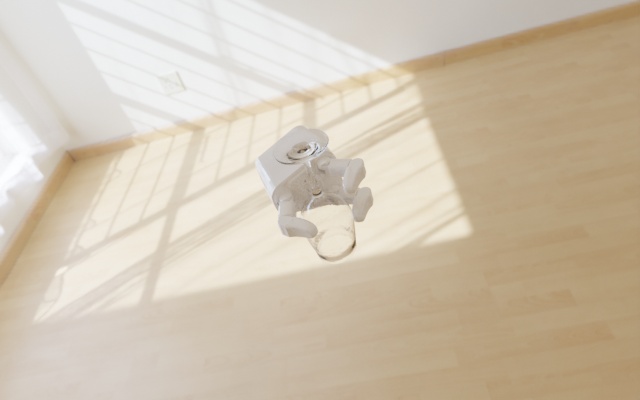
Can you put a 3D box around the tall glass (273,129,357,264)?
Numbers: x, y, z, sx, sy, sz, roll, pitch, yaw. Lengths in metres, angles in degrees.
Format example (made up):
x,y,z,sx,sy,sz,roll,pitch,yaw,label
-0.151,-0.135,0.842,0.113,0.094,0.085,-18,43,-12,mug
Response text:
x,y,z,sx,sy,sz,roll,pitch,yaw,label
0.000,0.002,0.670,0.079,0.201,0.079,-11,40,10,tall glass
